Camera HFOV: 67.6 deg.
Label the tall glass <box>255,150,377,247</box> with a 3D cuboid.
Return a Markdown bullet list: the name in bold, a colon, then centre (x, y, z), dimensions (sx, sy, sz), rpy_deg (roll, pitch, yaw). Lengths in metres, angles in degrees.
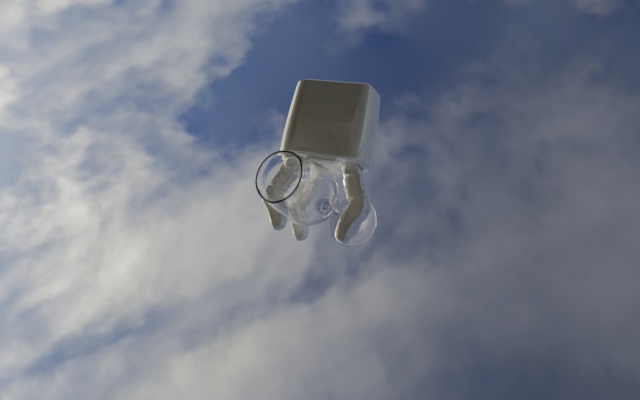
- **tall glass**: centre (0.000, 0.002, 0.606), dimensions (0.079, 0.079, 0.201), rpy_deg (0, -17, 29)
